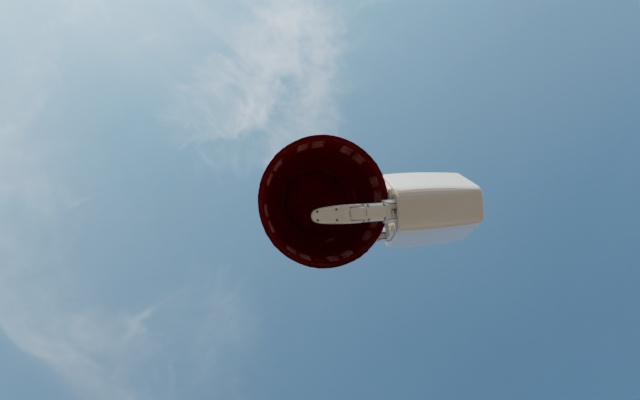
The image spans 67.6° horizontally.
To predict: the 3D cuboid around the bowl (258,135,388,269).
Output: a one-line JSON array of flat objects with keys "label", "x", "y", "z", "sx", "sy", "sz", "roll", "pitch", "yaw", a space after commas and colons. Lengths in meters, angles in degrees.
[{"label": "bowl", "x": -0.001, "y": 0.002, "z": 0.598, "sx": 0.162, "sy": 0.162, "sz": 0.055, "roll": 0, "pitch": -2, "yaw": -13}]
